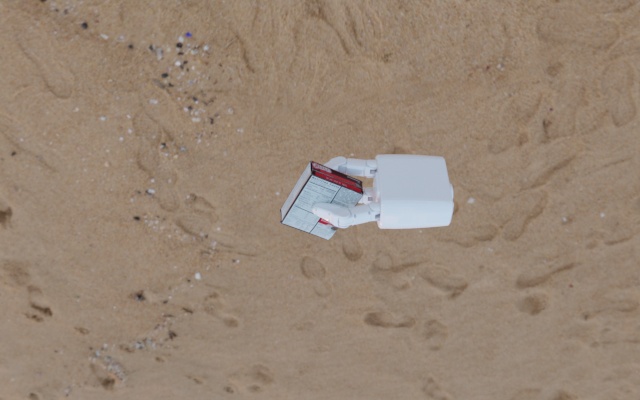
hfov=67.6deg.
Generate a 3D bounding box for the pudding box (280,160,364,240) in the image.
[{"bbox_3d":[0.000,0.003,0.733,0.090,0.113,0.039,22,35,-18],"label":"pudding box"}]
